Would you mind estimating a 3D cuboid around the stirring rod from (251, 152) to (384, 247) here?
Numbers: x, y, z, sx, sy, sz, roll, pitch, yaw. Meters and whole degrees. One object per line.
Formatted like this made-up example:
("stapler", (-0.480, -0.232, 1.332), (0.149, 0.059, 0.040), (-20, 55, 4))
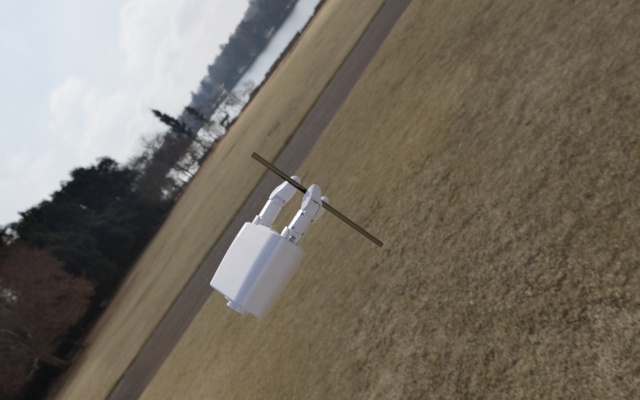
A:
("stirring rod", (0.000, 0.002, 0.697), (0.239, 0.011, 0.011), (35, -12, -17))
